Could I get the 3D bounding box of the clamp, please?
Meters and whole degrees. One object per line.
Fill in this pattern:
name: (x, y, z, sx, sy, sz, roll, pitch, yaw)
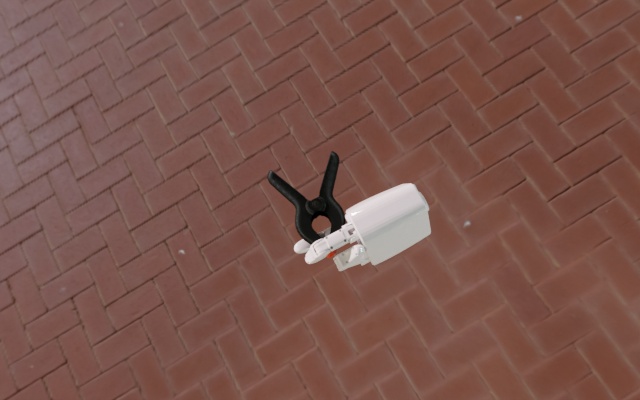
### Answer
clamp: (0.000, 0.003, 0.758, 0.120, 0.171, 0.039, -27, -16, 1)
